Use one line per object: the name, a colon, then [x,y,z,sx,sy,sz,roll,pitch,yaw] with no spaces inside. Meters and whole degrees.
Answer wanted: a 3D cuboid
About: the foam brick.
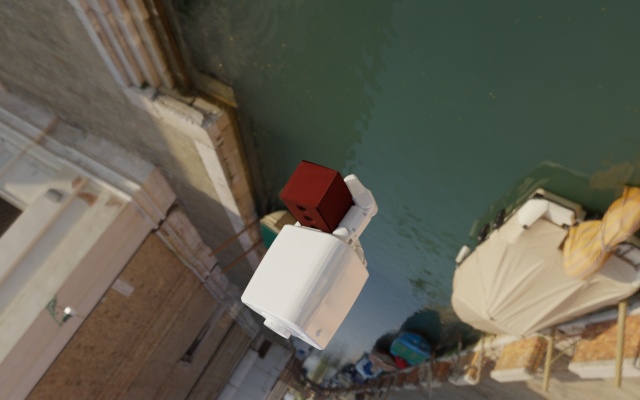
foam brick: [0.000,0.002,0.542,0.053,0.051,0.078,20,-23,33]
